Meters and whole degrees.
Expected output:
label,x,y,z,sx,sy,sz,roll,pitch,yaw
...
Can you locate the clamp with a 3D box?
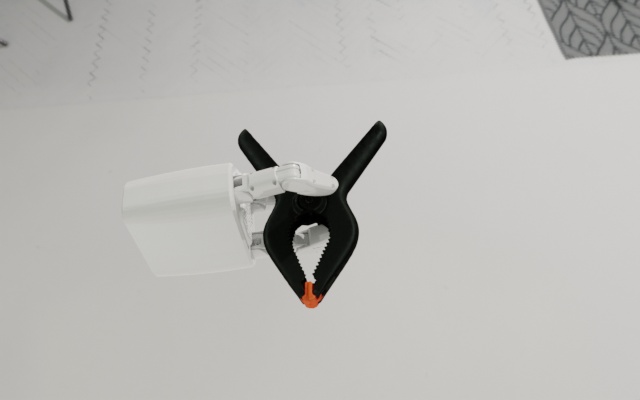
label,x,y,z,sx,sy,sz,roll,pitch,yaw
clamp,0.000,0.002,0.486,0.164,0.209,0.036,-9,-29,3
